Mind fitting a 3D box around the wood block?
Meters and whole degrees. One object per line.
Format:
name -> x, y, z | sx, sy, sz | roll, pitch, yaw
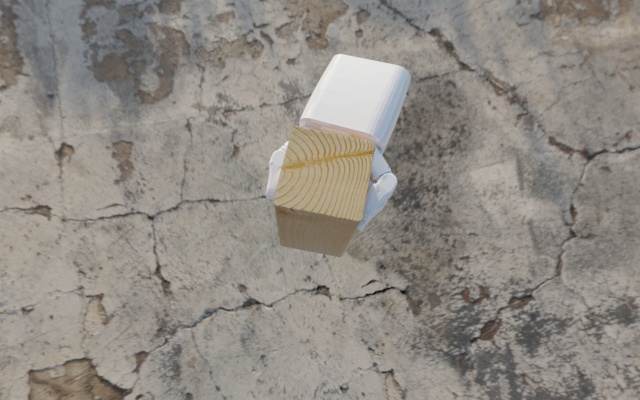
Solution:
wood block -> 0.000, 0.001, 0.577 | 0.091, 0.090, 0.206 | 12, -17, 1
